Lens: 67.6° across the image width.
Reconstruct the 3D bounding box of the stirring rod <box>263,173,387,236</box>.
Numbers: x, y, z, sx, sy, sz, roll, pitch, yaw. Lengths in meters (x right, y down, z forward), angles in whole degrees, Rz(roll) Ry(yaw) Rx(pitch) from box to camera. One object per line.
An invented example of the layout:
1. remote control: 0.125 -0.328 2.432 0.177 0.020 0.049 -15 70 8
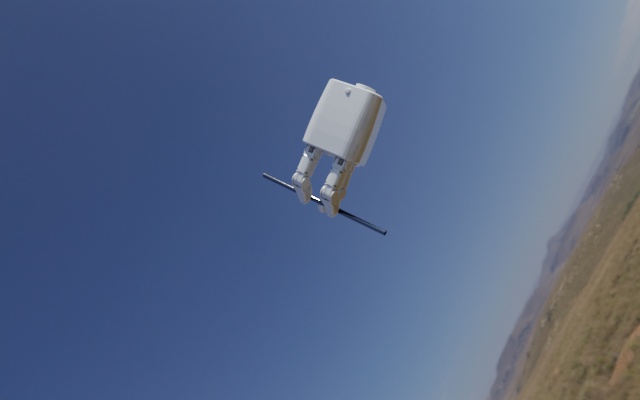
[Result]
1. stirring rod: 0.000 0.002 0.764 0.239 0.011 0.011 26 12 27
